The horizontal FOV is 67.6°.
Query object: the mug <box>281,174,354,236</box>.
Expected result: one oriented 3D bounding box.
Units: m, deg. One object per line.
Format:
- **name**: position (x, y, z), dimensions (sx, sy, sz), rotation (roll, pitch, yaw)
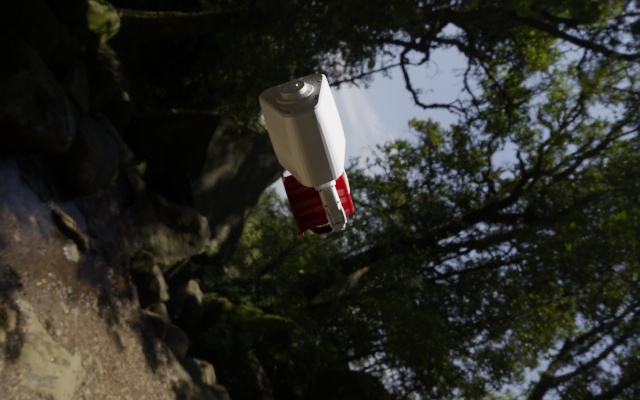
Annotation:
- **mug**: position (0.001, 0.003, 0.688), dimensions (0.081, 0.117, 0.093), rotation (-19, 37, -1)
